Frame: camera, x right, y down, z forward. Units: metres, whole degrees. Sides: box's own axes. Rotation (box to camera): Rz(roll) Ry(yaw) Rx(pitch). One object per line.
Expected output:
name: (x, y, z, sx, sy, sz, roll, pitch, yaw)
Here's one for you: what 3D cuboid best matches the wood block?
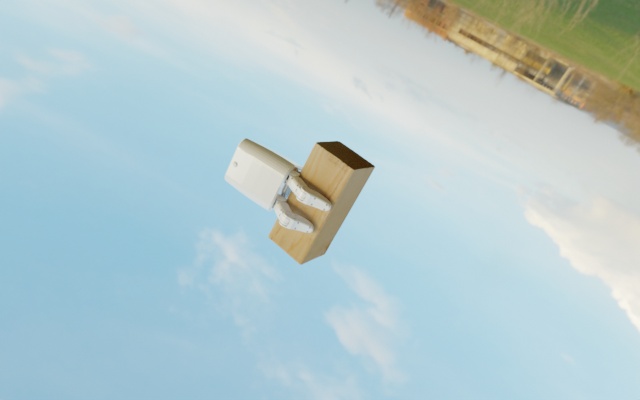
wood block: (0.000, 0.003, 0.874, 0.090, 0.206, 0.091, 38, 25, 20)
